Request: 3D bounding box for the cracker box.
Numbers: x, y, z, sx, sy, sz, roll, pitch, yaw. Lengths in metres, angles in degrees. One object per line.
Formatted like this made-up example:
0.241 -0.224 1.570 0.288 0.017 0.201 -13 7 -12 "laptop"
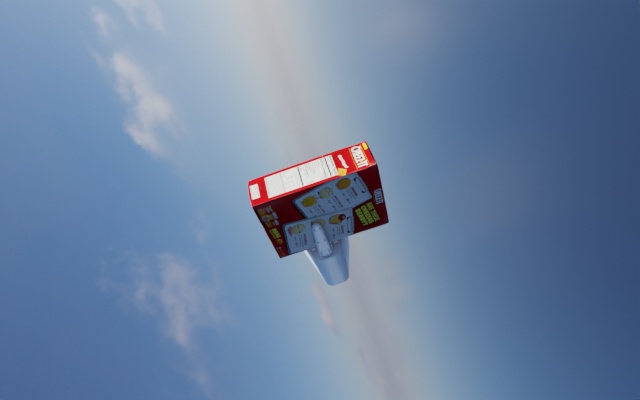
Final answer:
0.000 0.003 0.836 0.214 0.072 0.164 -19 -40 1 "cracker box"
